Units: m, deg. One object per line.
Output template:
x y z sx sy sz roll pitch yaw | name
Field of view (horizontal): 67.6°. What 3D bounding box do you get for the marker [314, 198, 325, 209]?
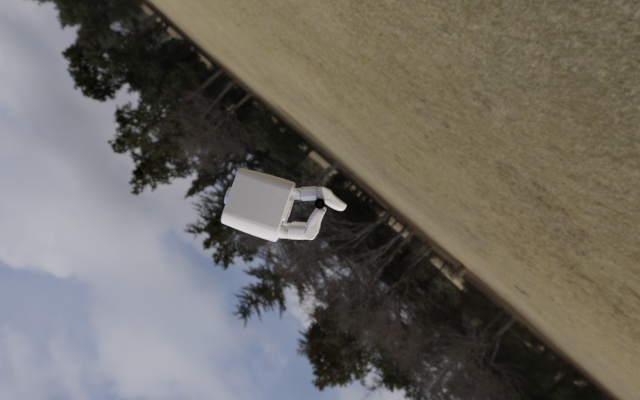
0.000 0.003 0.877 0.020 0.020 0.121 0 3 2 | marker
